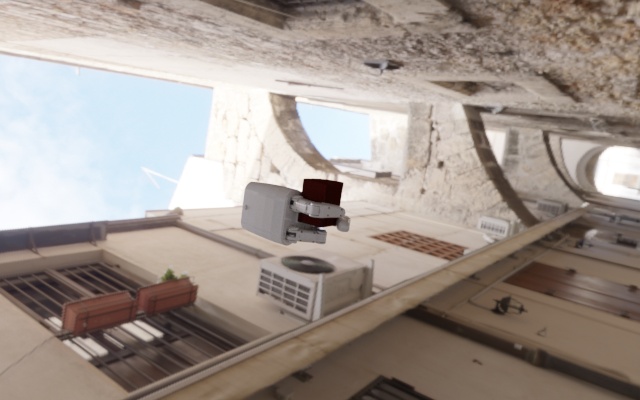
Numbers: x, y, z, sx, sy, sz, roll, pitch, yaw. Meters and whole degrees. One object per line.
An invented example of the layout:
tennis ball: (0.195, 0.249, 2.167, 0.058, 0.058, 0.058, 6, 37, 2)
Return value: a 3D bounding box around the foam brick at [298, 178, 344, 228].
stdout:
foam brick: (0.000, 0.002, 0.819, 0.051, 0.078, 0.053, 15, 11, 35)
